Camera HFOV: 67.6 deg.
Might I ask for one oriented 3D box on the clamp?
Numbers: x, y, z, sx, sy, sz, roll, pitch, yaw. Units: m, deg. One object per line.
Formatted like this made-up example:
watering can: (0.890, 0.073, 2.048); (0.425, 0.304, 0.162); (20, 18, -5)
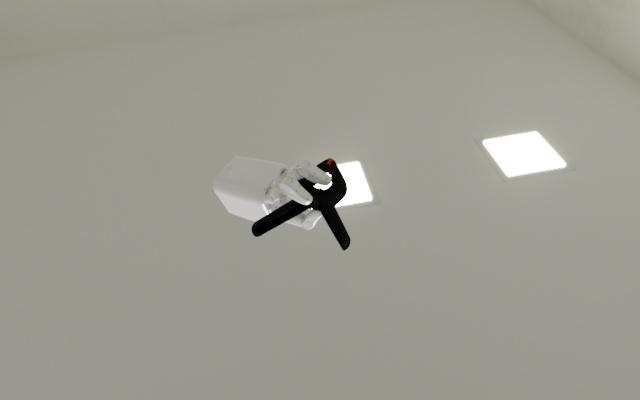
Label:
clamp: (0.000, 0.003, 0.818); (0.164, 0.036, 0.210); (13, 45, 20)
